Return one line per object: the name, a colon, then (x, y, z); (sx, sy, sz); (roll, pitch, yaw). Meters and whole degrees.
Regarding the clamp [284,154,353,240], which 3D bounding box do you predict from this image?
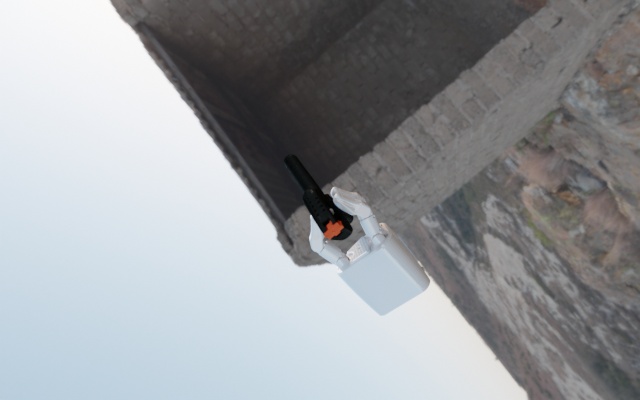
clamp: (0.000, 0.003, 0.743); (0.036, 0.164, 0.210); (-43, 11, 8)
